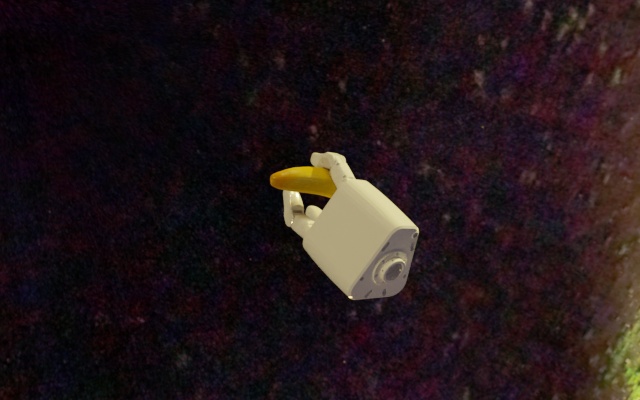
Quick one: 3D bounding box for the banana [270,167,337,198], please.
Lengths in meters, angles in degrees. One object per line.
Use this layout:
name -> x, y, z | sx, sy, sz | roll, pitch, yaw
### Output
banana -> 0.015, -0.010, 0.668 | 0.198, 0.069, 0.037 | 31, 18, -48
